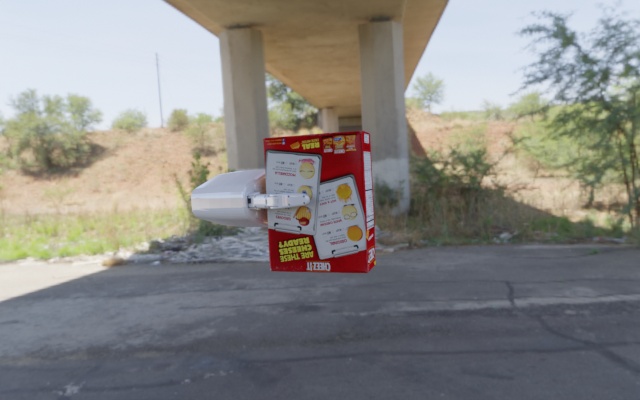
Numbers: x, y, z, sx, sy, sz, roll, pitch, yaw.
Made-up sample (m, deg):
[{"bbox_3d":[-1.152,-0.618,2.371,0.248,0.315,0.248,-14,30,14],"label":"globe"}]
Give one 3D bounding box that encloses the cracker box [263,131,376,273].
[{"bbox_3d":[0.000,0.002,0.758,0.164,0.214,0.072,-2,4,20],"label":"cracker box"}]
